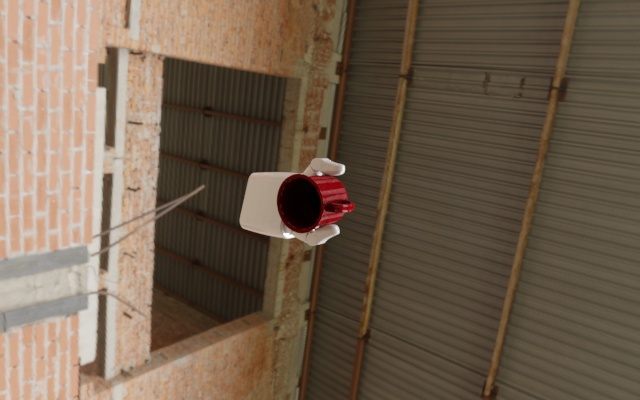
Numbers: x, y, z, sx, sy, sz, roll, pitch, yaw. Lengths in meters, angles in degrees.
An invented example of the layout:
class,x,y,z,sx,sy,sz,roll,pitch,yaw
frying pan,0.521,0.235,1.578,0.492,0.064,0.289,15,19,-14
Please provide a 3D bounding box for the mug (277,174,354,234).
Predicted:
class,x,y,z,sx,sy,sz,roll,pitch,yaw
mug,0.001,0.003,0.763,0.117,0.093,0.081,7,9,35
